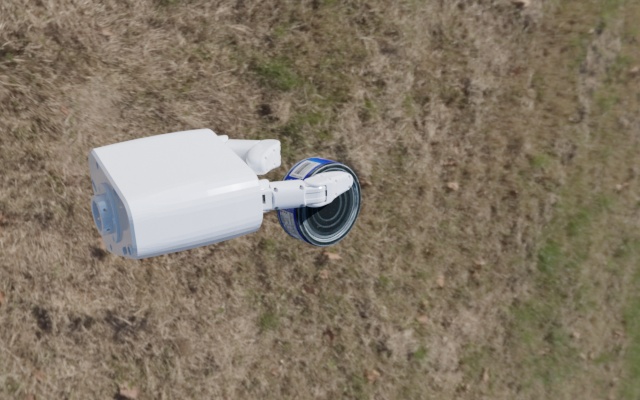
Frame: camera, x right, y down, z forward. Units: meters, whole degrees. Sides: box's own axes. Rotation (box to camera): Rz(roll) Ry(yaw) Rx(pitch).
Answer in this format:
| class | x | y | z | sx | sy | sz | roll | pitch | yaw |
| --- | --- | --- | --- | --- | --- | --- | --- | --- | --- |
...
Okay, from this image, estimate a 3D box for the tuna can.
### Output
| class | x | y | z | sx | sy | sz | roll | pitch | yaw |
| --- | --- | --- | --- | --- | --- | --- | --- | --- | --- |
| tuna can | 0.000 | 0.002 | 0.472 | 0.086 | 0.086 | 0.033 | 0 | 12 | -41 |
